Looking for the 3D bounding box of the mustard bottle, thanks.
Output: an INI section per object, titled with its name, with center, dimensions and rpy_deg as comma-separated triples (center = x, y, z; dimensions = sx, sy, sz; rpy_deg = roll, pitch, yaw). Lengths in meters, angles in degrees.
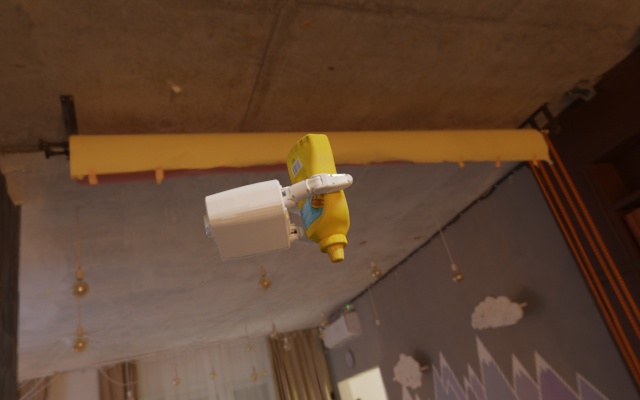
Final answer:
[mustard bottle]
center = 0.000, 0.002, 0.717
dimensions = 0.058, 0.191, 0.096
rpy_deg = -1, -28, -30
